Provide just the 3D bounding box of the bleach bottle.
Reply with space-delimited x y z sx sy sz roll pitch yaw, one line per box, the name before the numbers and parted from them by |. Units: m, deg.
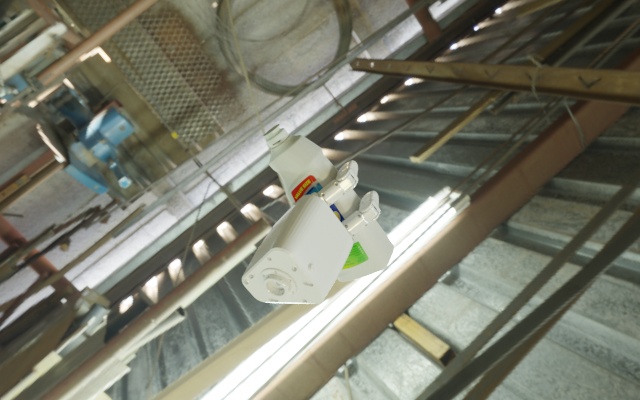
bleach bottle | 0.000 0.002 0.686 0.102 0.251 0.068 -23 23 38
